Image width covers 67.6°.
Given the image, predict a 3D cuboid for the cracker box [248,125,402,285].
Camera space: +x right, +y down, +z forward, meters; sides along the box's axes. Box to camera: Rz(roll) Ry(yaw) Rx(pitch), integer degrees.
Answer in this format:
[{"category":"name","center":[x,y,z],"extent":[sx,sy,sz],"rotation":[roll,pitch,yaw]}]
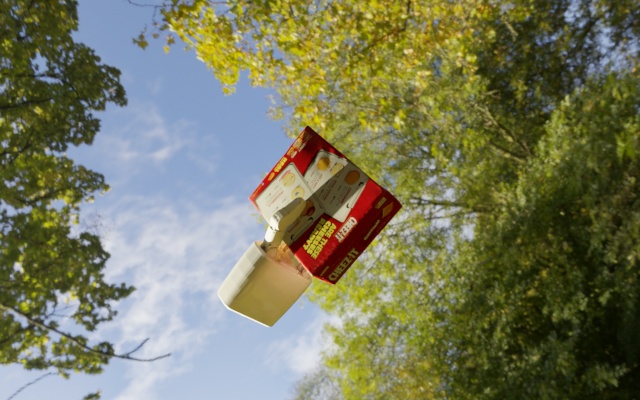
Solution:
[{"category":"cracker box","center":[0.000,0.002,0.762],"extent":[0.072,0.164,0.213],"rotation":[33,9,-49]}]
